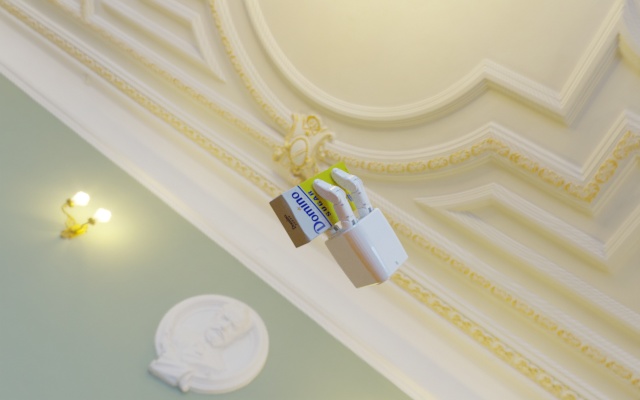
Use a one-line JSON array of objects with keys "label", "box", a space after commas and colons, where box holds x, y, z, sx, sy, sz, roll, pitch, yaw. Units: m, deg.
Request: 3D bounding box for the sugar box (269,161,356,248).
[{"label": "sugar box", "box": [0.001, 0.003, 0.842, 0.048, 0.093, 0.176, -30, 2, 42]}]
